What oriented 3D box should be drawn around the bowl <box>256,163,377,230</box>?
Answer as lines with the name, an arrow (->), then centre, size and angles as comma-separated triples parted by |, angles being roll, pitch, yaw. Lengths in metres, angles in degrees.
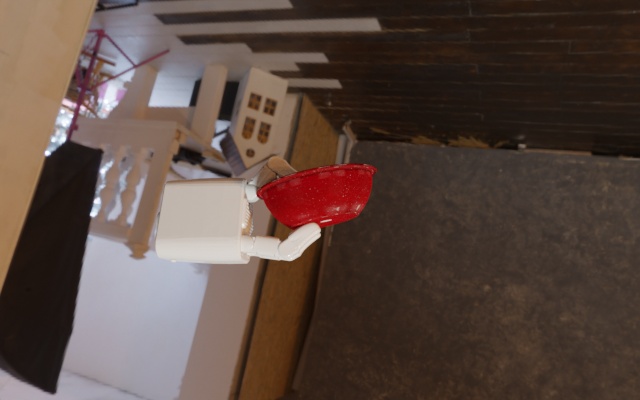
bowl -> 0.001, 0.002, 0.624 | 0.162, 0.055, 0.162 | -12, -10, -2
